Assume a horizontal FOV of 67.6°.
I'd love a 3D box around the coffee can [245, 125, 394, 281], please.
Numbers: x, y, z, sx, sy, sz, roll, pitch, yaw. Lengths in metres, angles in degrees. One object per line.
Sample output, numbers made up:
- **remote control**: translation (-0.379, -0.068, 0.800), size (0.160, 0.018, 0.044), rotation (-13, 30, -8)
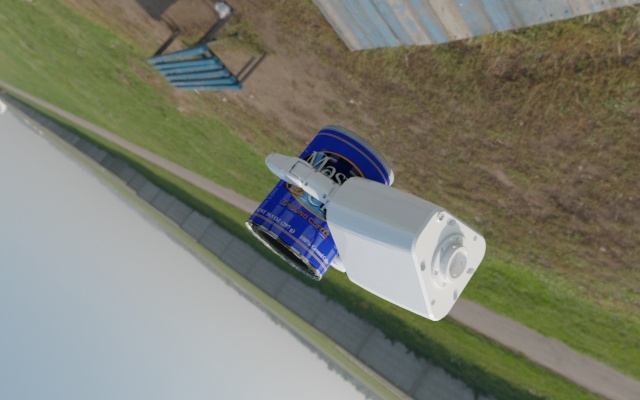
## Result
- **coffee can**: translation (0.000, 0.002, 0.530), size (0.103, 0.140, 0.103), rotation (35, -15, 11)
